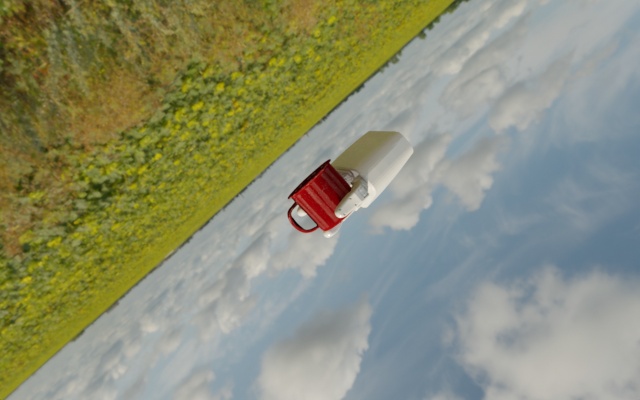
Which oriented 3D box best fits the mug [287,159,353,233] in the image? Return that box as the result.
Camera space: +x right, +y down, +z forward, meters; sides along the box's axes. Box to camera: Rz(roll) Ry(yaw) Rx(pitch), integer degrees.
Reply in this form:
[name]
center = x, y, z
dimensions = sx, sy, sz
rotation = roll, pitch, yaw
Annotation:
[mug]
center = -0.001, 0.004, 0.759
dimensions = 0.117, 0.081, 0.093
rotation = -45, 8, -15
